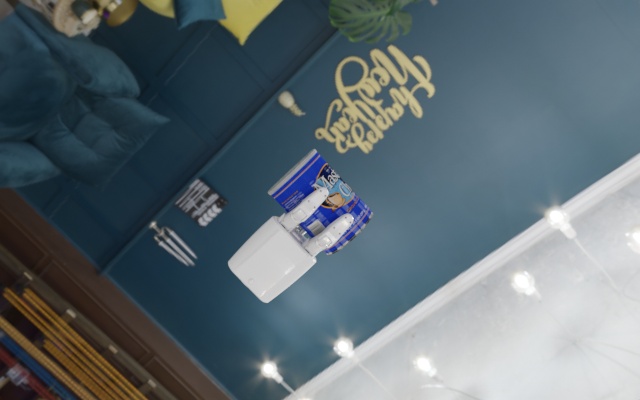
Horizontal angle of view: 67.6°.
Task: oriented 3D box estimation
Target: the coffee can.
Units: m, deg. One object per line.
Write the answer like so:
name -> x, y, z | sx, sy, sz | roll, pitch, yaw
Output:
coffee can -> 0.000, 0.002, 0.767 | 0.103, 0.140, 0.103 | -42, 7, 6
